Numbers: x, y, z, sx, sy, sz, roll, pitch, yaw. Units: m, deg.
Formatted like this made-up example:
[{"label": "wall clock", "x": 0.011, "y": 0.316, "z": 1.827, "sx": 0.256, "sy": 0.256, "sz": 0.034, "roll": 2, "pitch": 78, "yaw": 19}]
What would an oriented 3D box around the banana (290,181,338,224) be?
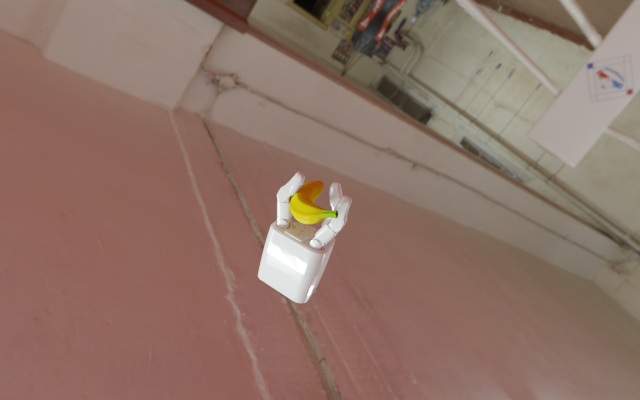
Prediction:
[{"label": "banana", "x": -0.018, "y": 0.004, "z": 0.813, "sx": 0.069, "sy": 0.037, "sz": 0.197, "roll": 0, "pitch": 18, "yaw": -7}]
